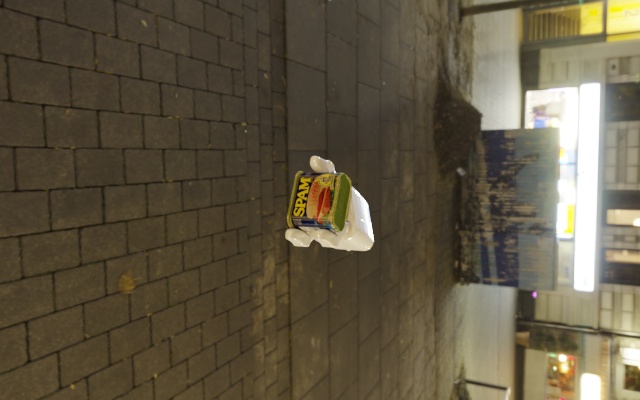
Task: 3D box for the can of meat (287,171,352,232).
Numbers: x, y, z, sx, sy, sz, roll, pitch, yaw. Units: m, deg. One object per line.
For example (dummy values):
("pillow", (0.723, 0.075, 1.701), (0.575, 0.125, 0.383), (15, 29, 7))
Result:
("can of meat", (0.000, 0.002, 0.797), (0.084, 0.102, 0.057), (1, -20, 27))
